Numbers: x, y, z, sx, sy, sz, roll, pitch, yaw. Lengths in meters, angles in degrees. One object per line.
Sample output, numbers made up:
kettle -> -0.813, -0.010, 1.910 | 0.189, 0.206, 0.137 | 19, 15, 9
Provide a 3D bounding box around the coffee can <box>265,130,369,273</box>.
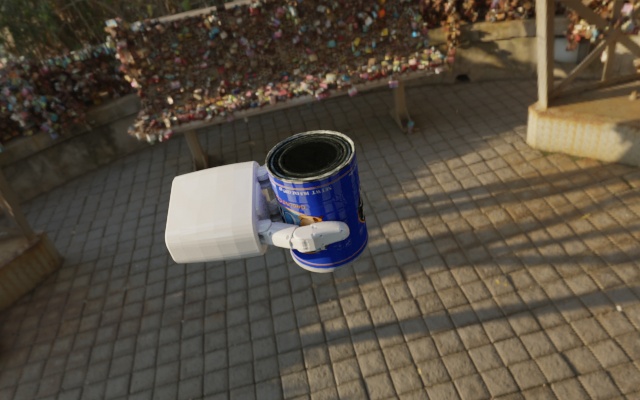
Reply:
coffee can -> 0.000, 0.002, 0.576 | 0.103, 0.140, 0.102 | -8, 38, 6
